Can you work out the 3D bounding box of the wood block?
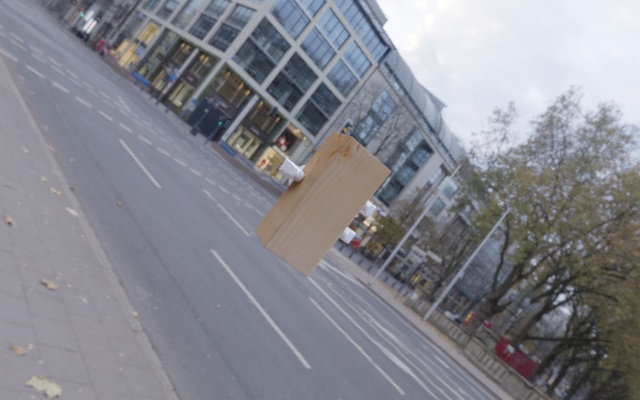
[{"bbox_3d":[0.000,0.002,0.749,0.091,0.206,0.090,38,0,-22],"label":"wood block"}]
